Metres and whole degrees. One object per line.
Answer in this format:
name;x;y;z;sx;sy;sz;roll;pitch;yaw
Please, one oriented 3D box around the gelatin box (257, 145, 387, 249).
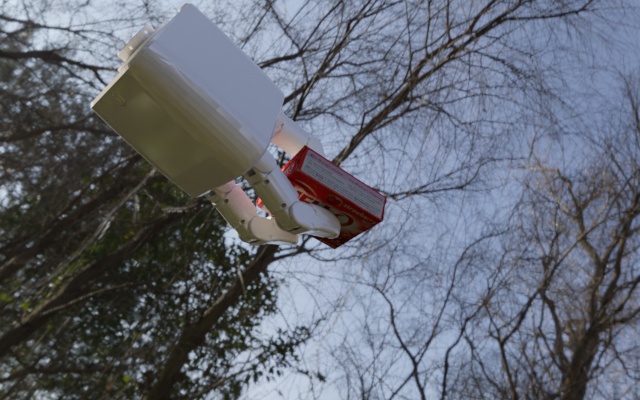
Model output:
gelatin box;0.000;0.001;0.415;0.089;0.030;0.073;31;-38;-19
